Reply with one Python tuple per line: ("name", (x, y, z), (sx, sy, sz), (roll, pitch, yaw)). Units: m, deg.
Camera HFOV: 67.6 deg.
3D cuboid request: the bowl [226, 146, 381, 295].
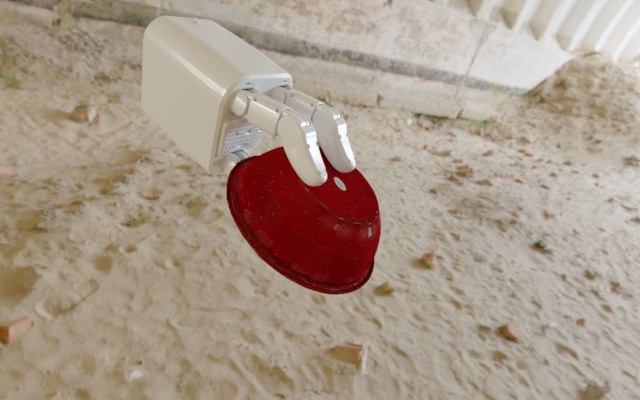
("bowl", (0.001, 0.002, 0.428), (0.162, 0.162, 0.055), (0, -39, -48))
